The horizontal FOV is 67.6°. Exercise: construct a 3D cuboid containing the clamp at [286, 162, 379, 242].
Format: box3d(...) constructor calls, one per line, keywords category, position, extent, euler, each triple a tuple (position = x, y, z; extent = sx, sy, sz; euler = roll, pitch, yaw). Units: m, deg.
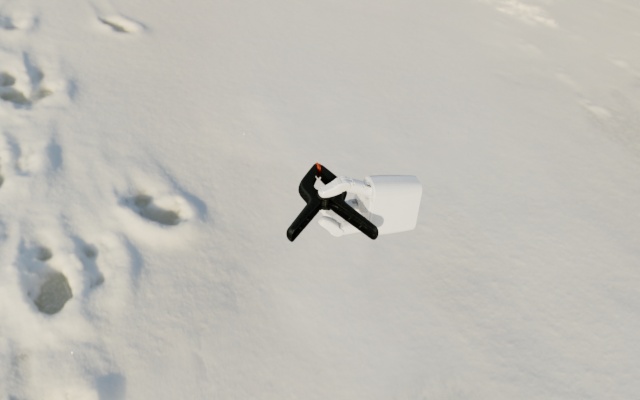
box3d(category="clamp", position=(0.000, 0.002, 0.897), extent=(0.164, 0.036, 0.209), euler=(-4, 42, -17))
